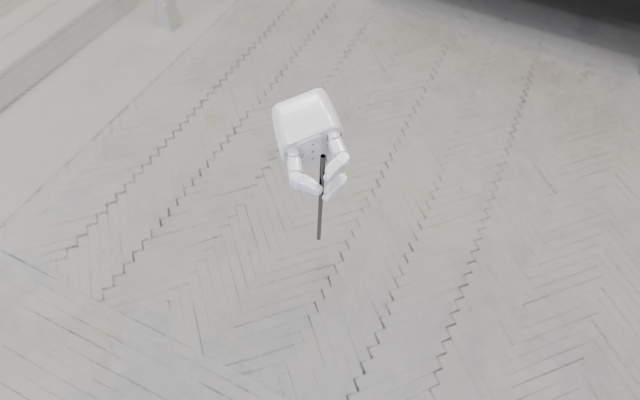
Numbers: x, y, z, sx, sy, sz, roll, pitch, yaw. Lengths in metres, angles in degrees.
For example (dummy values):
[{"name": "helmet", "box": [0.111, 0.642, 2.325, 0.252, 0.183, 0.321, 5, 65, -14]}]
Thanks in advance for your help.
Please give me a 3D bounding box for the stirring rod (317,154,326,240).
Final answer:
[{"name": "stirring rod", "box": [0.000, 0.003, 0.817, 0.011, 0.011, 0.240, 0, -35, -2]}]
